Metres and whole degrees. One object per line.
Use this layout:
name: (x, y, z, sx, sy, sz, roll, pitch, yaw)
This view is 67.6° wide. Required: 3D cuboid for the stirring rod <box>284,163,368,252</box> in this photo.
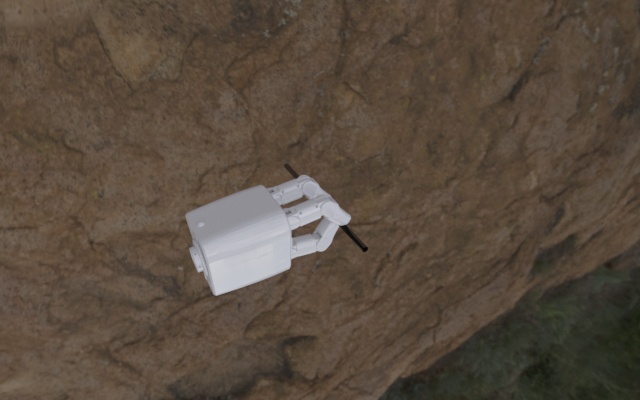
stirring rod: (0.000, 0.002, 0.677, 0.011, 0.011, 0.239, 0, 29, -32)
